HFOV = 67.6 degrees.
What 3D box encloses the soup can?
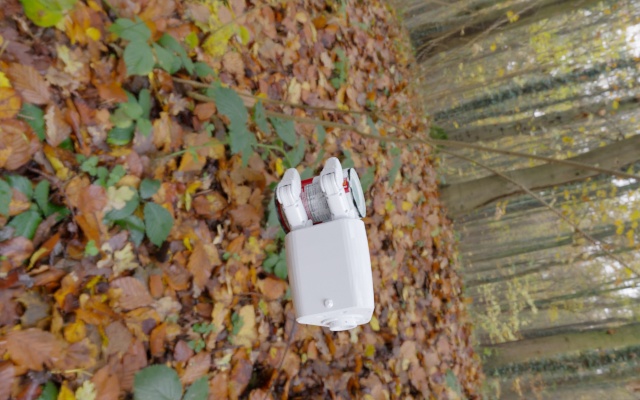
[{"bbox_3d":[0.000,0.002,0.615,0.102,0.068,0.068,-14,-4,15],"label":"soup can"}]
